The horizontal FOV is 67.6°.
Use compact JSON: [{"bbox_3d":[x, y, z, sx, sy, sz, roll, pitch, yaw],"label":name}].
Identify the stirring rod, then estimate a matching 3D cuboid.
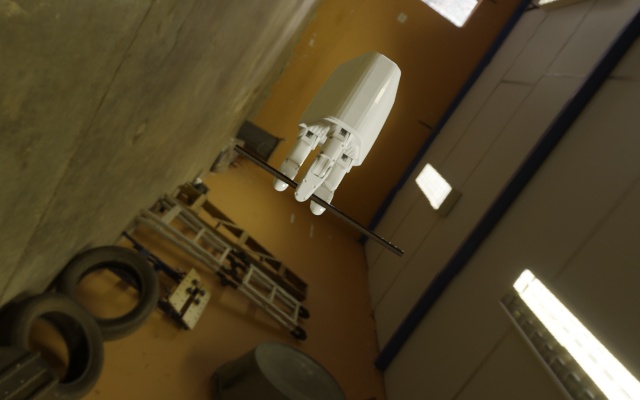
[{"bbox_3d":[0.000,0.002,0.575,0.239,0.011,0.011,33,-5,-7],"label":"stirring rod"}]
